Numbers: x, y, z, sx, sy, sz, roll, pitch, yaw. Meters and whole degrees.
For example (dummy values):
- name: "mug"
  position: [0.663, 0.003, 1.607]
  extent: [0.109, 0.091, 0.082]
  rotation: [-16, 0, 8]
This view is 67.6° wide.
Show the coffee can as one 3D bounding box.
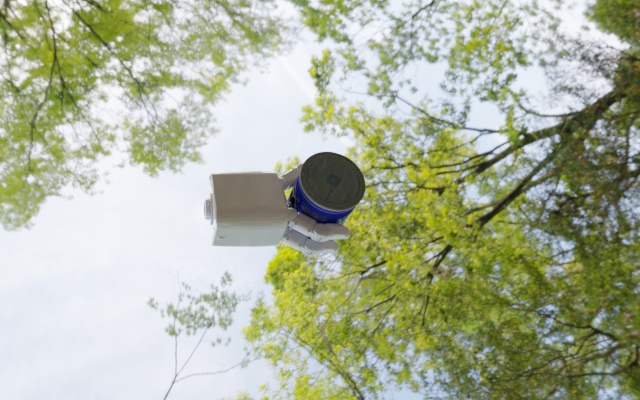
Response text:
- name: "coffee can"
  position: [0.000, 0.002, 0.768]
  extent: [0.103, 0.102, 0.140]
  rotation: [0, -29, -19]
